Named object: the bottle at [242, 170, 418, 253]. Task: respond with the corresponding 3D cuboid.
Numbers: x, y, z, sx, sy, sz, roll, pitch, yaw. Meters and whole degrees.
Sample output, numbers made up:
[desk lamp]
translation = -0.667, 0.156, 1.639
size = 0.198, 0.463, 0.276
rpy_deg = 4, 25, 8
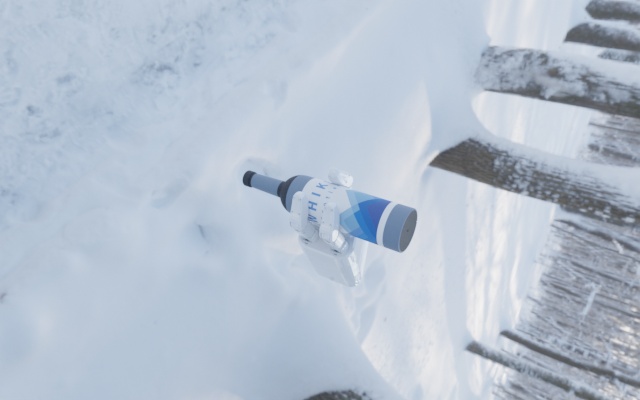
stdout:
[bottle]
translation = 0.000, 0.002, 0.742
size = 0.295, 0.069, 0.069
rpy_deg = 18, 8, 27
